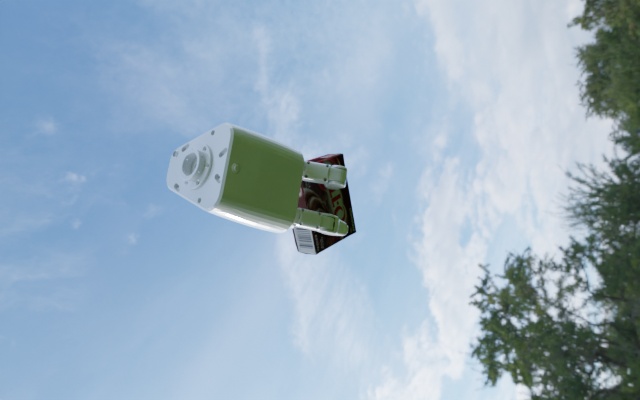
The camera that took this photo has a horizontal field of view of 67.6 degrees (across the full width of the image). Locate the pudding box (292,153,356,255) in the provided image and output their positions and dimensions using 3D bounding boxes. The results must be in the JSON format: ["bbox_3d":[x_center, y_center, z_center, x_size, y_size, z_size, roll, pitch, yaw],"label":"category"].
[{"bbox_3d":[0.000,0.002,0.616,0.039,0.113,0.090,2,17,40],"label":"pudding box"}]
